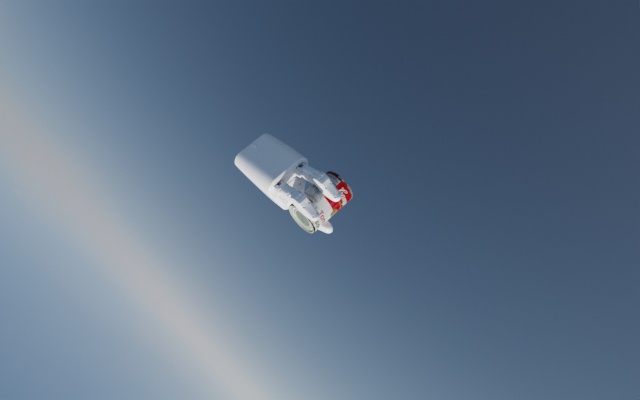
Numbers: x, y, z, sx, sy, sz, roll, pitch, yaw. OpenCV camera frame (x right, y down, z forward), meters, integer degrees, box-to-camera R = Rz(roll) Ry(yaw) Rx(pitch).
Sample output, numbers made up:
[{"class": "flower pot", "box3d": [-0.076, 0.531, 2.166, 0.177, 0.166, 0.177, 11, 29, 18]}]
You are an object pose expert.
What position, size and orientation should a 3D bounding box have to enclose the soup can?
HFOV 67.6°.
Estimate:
[{"class": "soup can", "box3d": [0.000, 0.003, 0.879, 0.102, 0.068, 0.068, -41, 17, -21]}]
